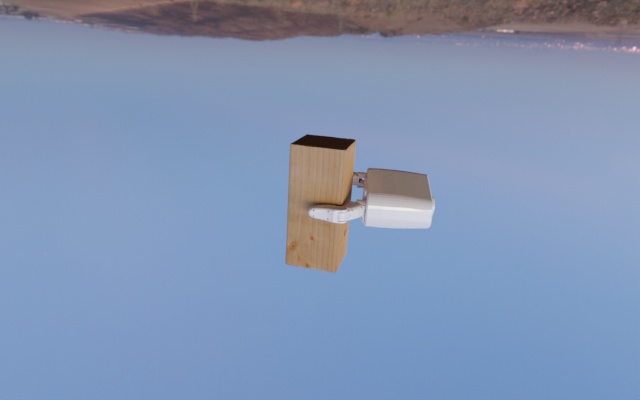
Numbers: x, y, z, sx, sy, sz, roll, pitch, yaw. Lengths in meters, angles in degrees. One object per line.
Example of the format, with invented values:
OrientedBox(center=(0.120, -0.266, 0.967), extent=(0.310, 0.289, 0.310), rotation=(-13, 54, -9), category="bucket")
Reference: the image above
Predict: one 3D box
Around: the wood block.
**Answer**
OrientedBox(center=(0.000, 0.003, 0.795), extent=(0.090, 0.206, 0.090), rotation=(8, 19, 13), category="wood block")
